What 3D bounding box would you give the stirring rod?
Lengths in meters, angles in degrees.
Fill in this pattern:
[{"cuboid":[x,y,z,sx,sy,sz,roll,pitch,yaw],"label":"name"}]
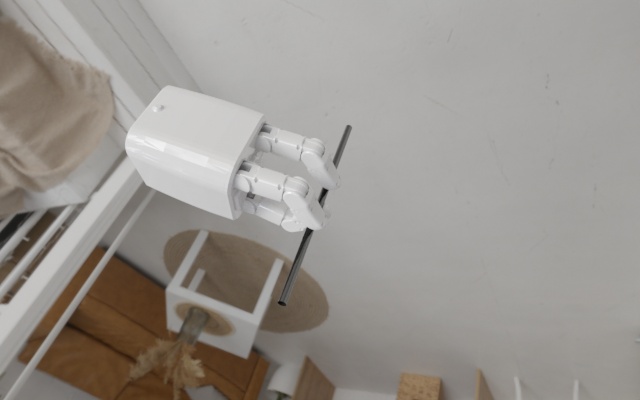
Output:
[{"cuboid":[0.000,0.002,0.488,0.011,0.239,0.011,12,-39,10],"label":"stirring rod"}]
